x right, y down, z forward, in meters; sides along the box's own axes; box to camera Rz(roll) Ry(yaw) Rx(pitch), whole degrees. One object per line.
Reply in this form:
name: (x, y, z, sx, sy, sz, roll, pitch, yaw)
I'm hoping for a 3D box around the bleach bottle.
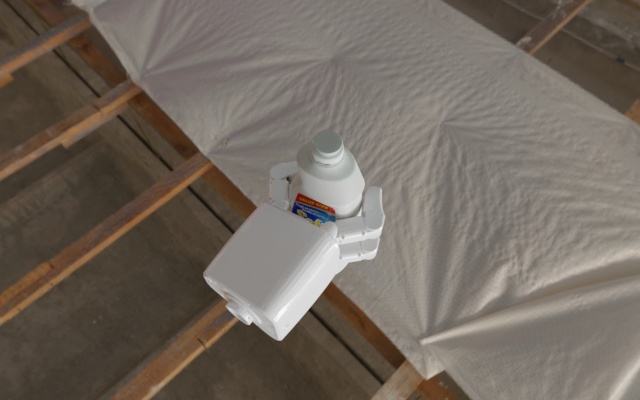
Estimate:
bleach bottle: (0.000, 0.002, 0.566, 0.102, 0.068, 0.251, 33, -25, 18)
